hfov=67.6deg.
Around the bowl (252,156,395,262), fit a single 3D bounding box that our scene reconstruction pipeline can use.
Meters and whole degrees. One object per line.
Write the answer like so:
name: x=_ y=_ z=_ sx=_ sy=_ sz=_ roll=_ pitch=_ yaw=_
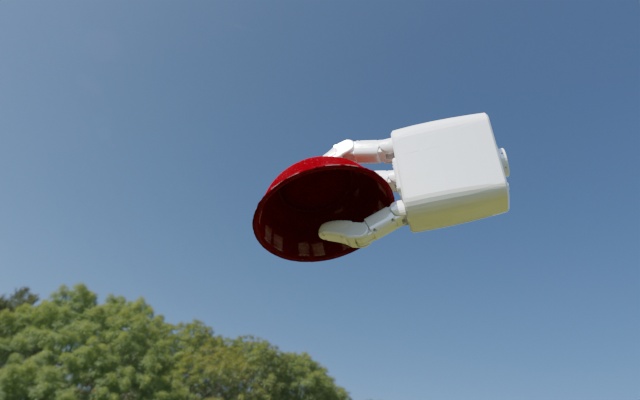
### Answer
bowl: x=-0.001 y=0.002 z=0.549 sx=0.162 sy=0.055 sz=0.162 roll=-9 pitch=-42 yaw=-8
